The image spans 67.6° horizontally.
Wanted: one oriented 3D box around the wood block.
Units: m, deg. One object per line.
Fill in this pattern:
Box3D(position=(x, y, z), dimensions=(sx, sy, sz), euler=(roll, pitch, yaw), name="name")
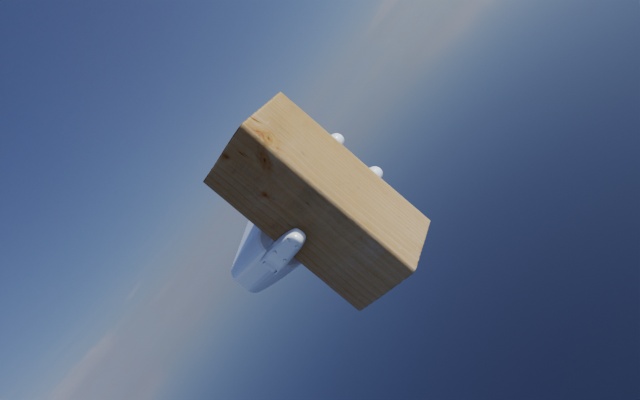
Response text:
Box3D(position=(0.000, 0.002, 0.486), dimensions=(0.090, 0.206, 0.090), euler=(-46, 6, 38), name="wood block")
